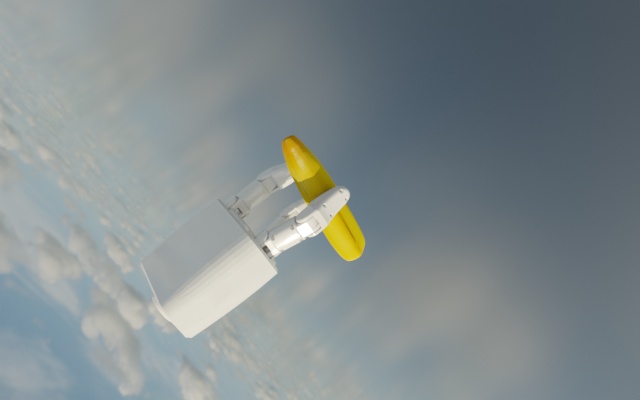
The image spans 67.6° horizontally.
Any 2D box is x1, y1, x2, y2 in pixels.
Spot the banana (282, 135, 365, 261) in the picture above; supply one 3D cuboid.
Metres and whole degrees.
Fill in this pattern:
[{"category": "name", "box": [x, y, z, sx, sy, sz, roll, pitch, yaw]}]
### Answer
[{"category": "banana", "box": [0.010, 0.014, 0.522, 0.037, 0.198, 0.069, -36, 47, -6]}]
